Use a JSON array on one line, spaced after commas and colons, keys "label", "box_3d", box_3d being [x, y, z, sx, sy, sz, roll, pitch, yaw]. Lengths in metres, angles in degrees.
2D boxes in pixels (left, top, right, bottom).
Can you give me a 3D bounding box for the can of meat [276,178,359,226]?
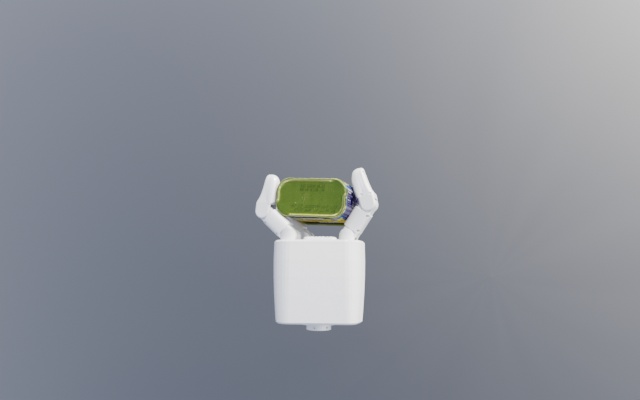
[{"label": "can of meat", "box_3d": [0.000, 0.002, 0.646, 0.102, 0.057, 0.084, 1, -8, 20]}]
